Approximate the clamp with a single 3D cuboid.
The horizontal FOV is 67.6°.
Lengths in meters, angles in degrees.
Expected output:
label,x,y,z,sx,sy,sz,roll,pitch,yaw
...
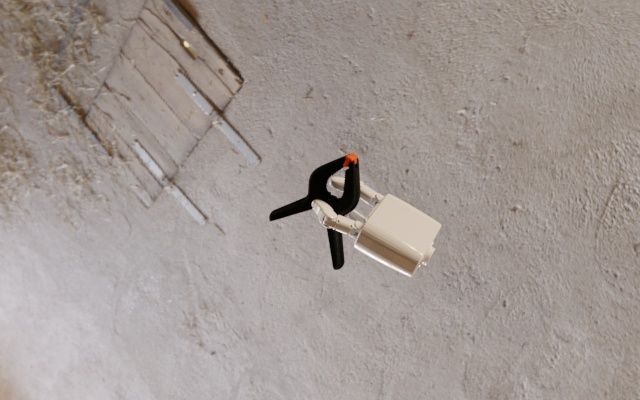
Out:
label,x,y,z,sx,sy,sz,roll,pitch,yaw
clamp,0.000,0.003,0.828,0.164,0.210,0.036,29,30,14
